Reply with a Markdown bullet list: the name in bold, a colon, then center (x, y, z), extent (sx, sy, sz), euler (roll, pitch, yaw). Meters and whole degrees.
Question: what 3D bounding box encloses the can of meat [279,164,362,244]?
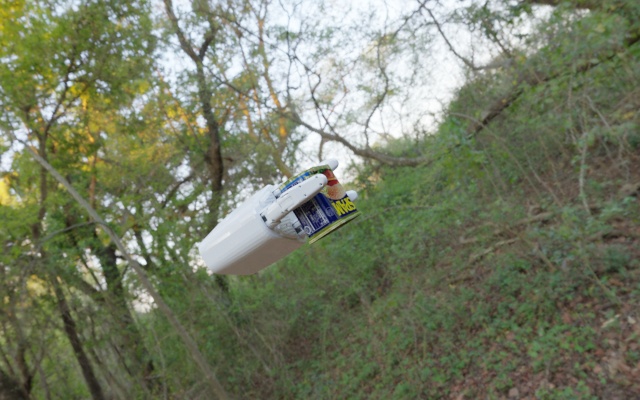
- **can of meat**: center (0.000, 0.002, 0.635), extent (0.057, 0.084, 0.102), euler (-35, -6, 23)
